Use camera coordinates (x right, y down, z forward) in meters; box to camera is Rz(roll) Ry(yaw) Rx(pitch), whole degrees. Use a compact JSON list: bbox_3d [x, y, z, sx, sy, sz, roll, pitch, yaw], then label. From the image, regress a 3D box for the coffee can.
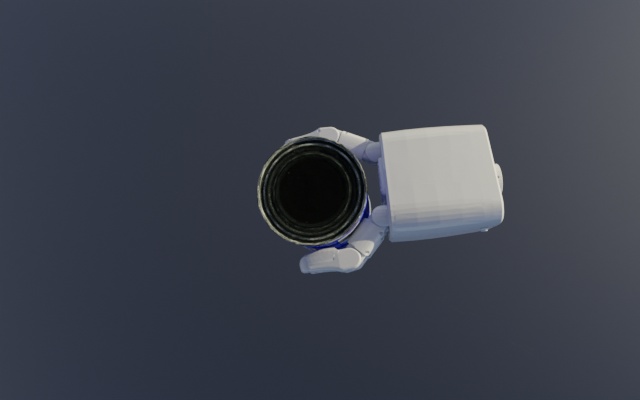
[{"bbox_3d":[0.000,0.002,0.503,0.103,0.103,0.140,0,-9,7],"label":"coffee can"}]
